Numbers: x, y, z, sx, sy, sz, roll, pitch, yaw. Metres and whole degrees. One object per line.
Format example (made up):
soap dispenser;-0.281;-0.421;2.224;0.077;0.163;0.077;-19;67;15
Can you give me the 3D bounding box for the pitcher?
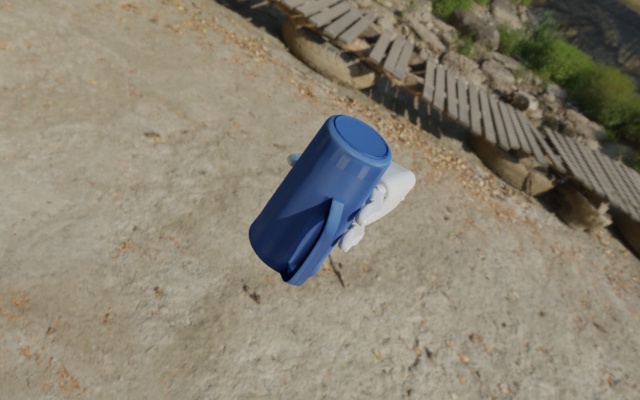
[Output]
pitcher;0.000;0.002;0.711;0.145;0.149;0.243;-18;-31;-51
